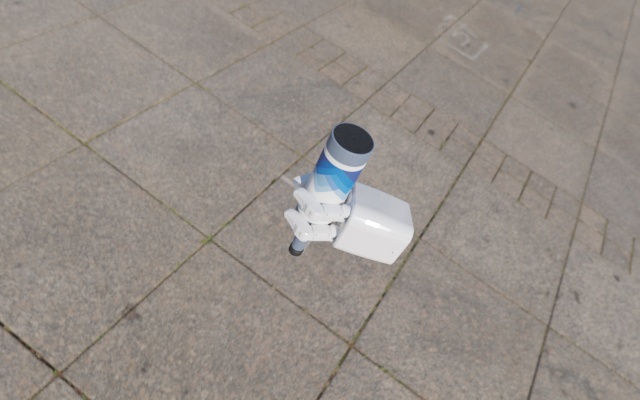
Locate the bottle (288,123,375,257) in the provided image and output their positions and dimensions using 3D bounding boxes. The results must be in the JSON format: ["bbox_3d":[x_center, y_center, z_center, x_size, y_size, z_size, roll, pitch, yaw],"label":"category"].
[{"bbox_3d":[0.000,0.002,0.784,0.069,0.069,0.296,0,-38,-24],"label":"bottle"}]
